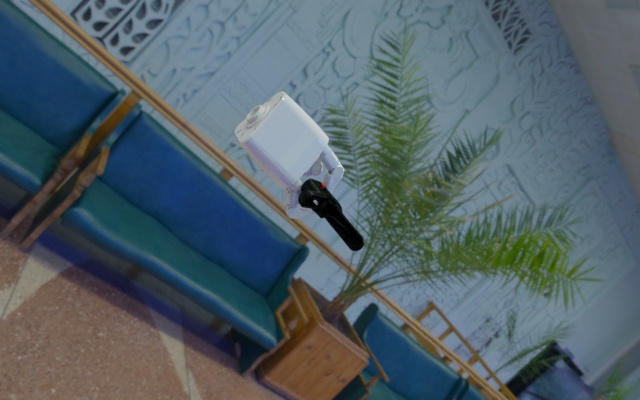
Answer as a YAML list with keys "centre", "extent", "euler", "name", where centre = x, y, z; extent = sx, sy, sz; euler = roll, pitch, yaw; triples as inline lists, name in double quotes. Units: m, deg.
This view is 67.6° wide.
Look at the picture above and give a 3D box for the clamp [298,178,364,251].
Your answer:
- centre: [0.001, 0.002, 0.725]
  extent: [0.120, 0.039, 0.171]
  euler: [47, 4, -29]
  name: "clamp"
